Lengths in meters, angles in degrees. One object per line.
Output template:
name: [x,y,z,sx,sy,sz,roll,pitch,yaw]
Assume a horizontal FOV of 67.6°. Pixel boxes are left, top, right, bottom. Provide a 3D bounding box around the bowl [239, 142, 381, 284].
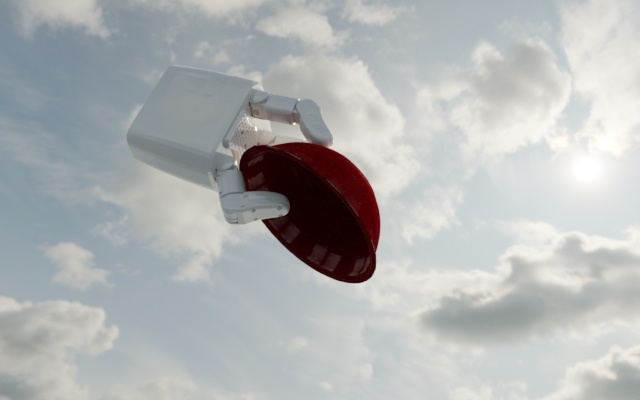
bowl: [0.001,0.002,0.448,0.055,0.162,0.162,-44,25,-28]
